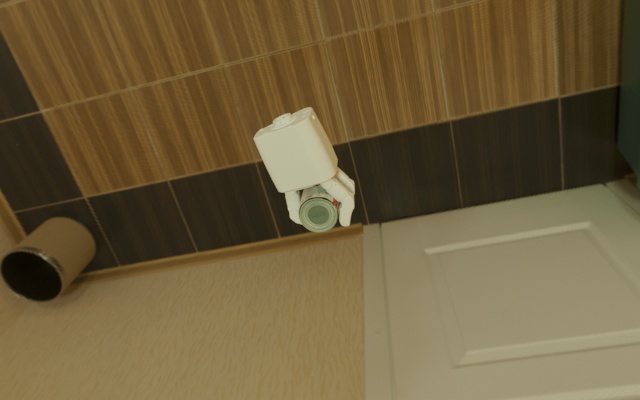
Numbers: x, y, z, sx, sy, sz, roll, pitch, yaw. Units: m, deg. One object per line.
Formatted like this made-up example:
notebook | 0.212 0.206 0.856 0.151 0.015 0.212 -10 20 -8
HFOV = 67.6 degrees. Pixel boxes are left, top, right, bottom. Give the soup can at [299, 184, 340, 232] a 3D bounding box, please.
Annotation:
soup can | 0.000 0.003 0.833 0.068 0.068 0.102 0 26 5
